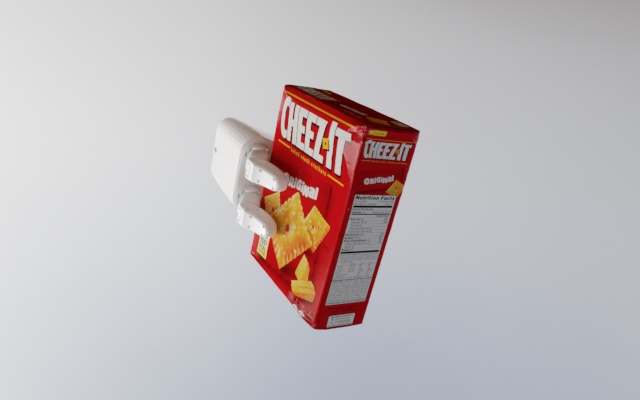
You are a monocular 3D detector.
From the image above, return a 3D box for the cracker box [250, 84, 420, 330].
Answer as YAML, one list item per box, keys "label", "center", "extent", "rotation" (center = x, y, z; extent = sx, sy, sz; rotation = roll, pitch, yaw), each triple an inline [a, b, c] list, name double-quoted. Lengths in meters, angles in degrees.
- label: "cracker box"
  center: [0.000, 0.002, 0.509]
  extent: [0.072, 0.214, 0.164]
  rotation: [0, 24, -33]
